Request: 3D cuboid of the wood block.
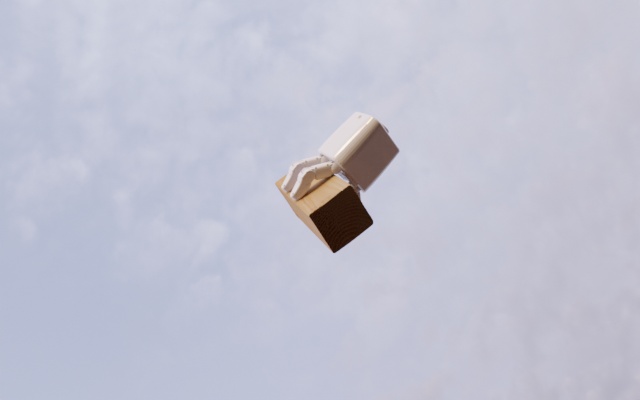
[{"bbox_3d":[0.001,0.003,0.882,0.090,0.091,0.206,-37,26,-7],"label":"wood block"}]
